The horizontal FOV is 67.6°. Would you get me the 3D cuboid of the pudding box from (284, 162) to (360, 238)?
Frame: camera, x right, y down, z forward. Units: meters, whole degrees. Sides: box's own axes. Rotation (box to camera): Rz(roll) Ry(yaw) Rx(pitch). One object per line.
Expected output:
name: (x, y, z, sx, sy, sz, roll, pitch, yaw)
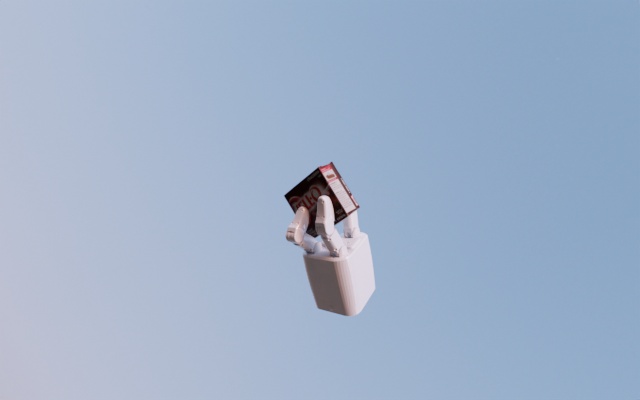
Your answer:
pudding box: (0.000, 0.003, 0.774, 0.039, 0.090, 0.113, -28, -6, -44)
